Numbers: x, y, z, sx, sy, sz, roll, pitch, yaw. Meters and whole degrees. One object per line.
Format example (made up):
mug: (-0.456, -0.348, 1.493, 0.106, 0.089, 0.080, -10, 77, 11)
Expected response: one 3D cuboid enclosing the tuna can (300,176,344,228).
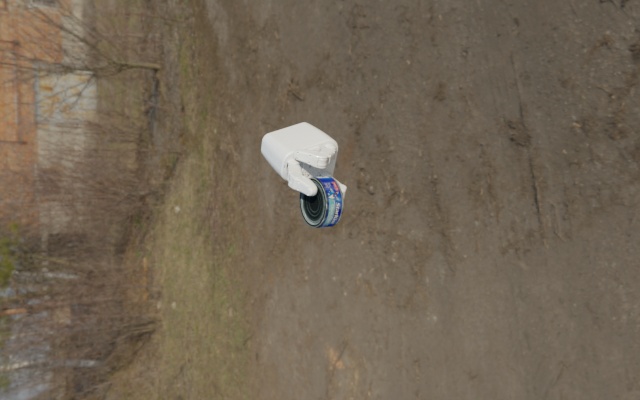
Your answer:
tuna can: (0.000, 0.003, 0.793, 0.034, 0.086, 0.086, -4, 2, -34)
